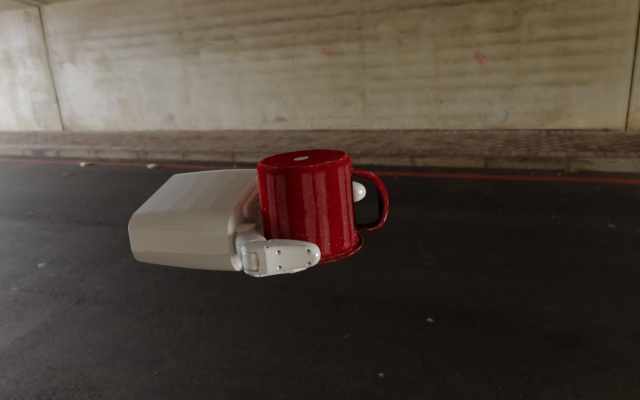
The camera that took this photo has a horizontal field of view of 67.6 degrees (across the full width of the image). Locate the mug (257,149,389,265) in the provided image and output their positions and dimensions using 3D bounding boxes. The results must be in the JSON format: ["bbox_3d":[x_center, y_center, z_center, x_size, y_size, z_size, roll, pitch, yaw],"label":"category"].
[{"bbox_3d":[0.001,0.001,0.415,0.117,0.081,0.093,-1,16,14],"label":"mug"}]
